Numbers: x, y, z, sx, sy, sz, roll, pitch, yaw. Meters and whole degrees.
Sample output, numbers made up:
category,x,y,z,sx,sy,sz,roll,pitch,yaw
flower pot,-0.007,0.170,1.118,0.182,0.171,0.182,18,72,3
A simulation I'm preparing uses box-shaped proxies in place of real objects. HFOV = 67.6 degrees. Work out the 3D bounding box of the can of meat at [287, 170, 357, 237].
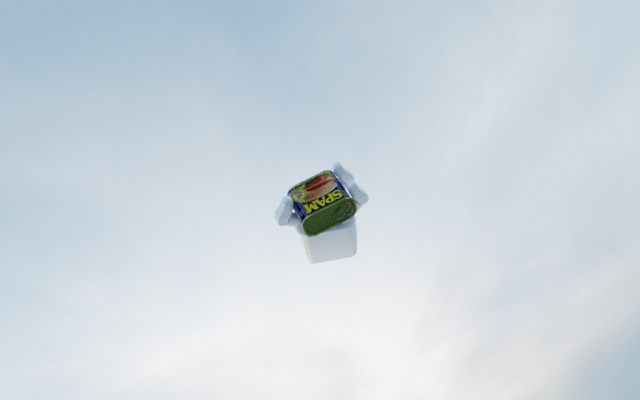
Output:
category,x,y,z,sx,sy,sz,roll,pitch,yaw
can of meat,0.000,0.003,0.845,0.102,0.084,0.057,-26,-40,-7
